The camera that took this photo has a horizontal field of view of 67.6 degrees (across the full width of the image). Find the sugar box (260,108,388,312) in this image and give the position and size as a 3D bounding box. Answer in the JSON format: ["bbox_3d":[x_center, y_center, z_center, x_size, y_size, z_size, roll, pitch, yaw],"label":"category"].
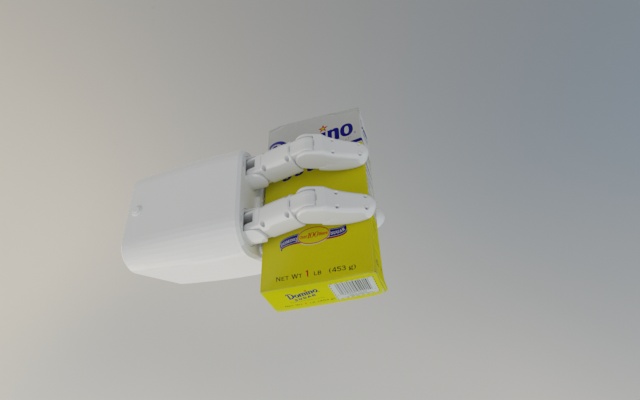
[{"bbox_3d":[0.000,0.001,0.413,0.093,0.176,0.048,-12,-36,11],"label":"sugar box"}]
